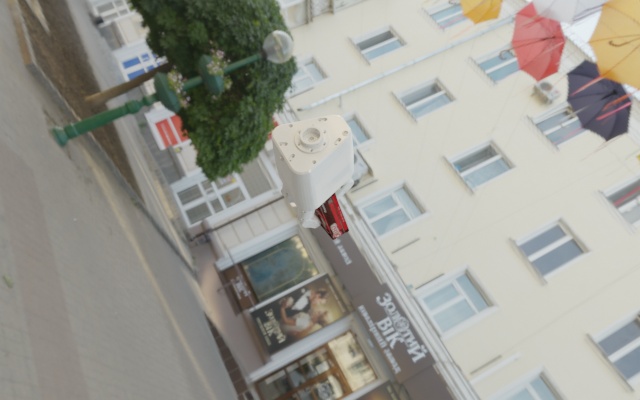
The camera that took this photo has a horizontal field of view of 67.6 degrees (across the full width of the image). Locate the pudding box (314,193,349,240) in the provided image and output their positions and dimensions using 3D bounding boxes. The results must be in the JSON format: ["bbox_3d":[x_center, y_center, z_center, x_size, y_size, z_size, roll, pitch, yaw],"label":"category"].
[{"bbox_3d":[0.000,0.003,0.826,0.039,0.090,0.113,-27,36,-9],"label":"pudding box"}]
